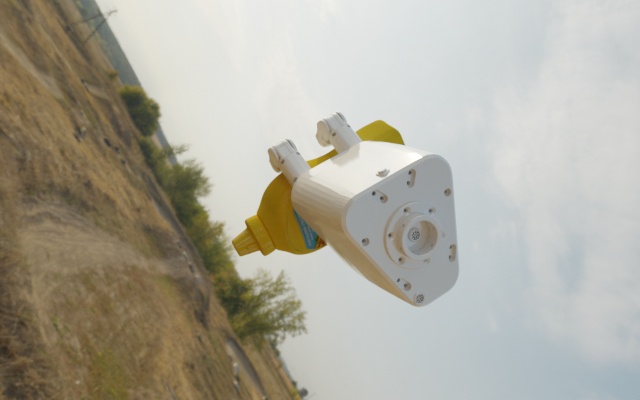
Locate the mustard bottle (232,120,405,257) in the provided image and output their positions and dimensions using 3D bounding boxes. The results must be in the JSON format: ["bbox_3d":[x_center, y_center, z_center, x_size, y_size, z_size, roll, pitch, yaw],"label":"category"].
[{"bbox_3d":[0.000,0.001,0.479,0.191,0.096,0.058,-30,43,-13],"label":"mustard bottle"}]
